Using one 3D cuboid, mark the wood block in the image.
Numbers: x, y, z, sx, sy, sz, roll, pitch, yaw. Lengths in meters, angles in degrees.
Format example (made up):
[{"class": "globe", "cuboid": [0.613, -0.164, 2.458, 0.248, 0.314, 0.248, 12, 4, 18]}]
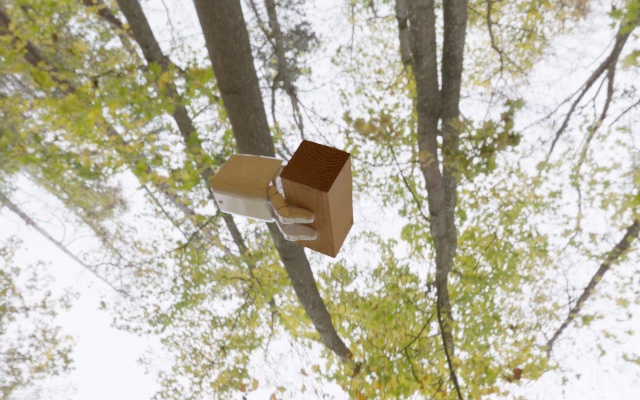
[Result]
[{"class": "wood block", "cuboid": [0.000, 0.002, 0.847, 0.090, 0.090, 0.206, 19, -32, 18]}]
